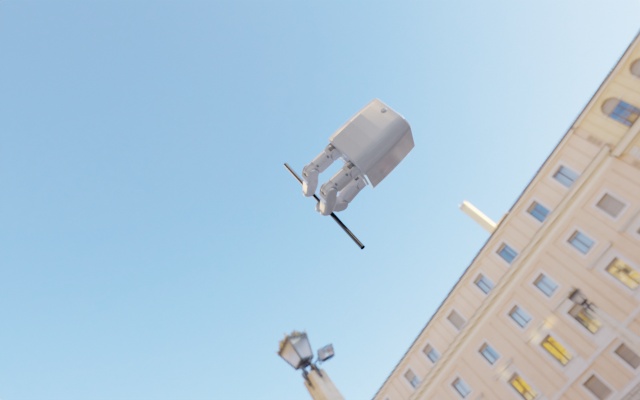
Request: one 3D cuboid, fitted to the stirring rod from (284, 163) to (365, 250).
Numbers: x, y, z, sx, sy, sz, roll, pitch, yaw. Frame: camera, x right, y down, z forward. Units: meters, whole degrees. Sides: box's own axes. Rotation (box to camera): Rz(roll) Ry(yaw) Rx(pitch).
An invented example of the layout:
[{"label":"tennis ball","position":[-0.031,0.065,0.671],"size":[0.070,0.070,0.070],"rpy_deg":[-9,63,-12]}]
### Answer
[{"label":"stirring rod","position":[0.000,0.003,0.794],"size":[0.011,0.011,0.239],"rpy_deg":[0,35,-40]}]
